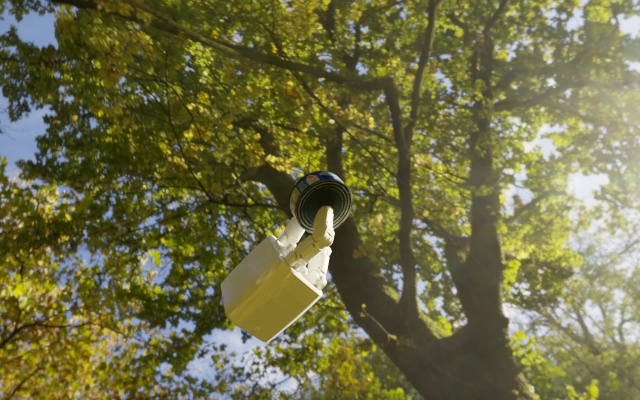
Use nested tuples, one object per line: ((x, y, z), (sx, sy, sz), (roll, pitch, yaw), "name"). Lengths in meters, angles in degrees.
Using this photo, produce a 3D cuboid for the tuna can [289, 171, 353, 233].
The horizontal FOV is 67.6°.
((0.000, 0.002, 0.674), (0.086, 0.086, 0.033), (0, 28, -25), "tuna can")
